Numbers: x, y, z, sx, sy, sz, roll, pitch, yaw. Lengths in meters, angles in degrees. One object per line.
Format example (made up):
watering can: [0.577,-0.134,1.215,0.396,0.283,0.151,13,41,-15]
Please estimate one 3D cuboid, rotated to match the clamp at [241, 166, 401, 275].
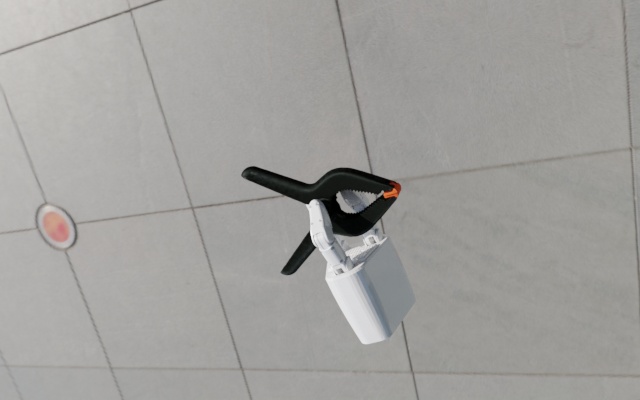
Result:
clamp: [0.000,0.002,0.632,0.210,0.164,0.036,-22,13,25]
